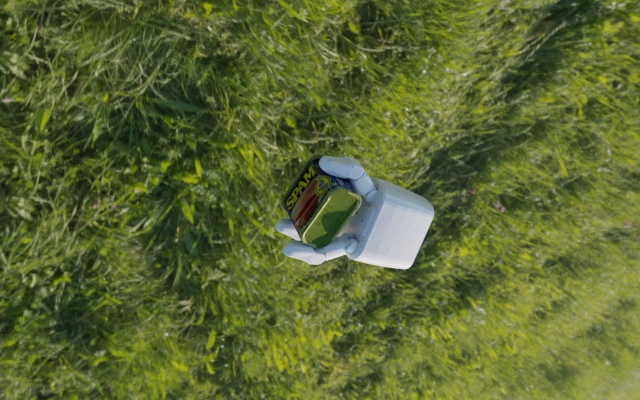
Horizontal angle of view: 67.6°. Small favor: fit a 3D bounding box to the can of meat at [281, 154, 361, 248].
[{"bbox_3d":[0.000,0.002,0.645,0.057,0.102,0.084,21,25,-34],"label":"can of meat"}]
